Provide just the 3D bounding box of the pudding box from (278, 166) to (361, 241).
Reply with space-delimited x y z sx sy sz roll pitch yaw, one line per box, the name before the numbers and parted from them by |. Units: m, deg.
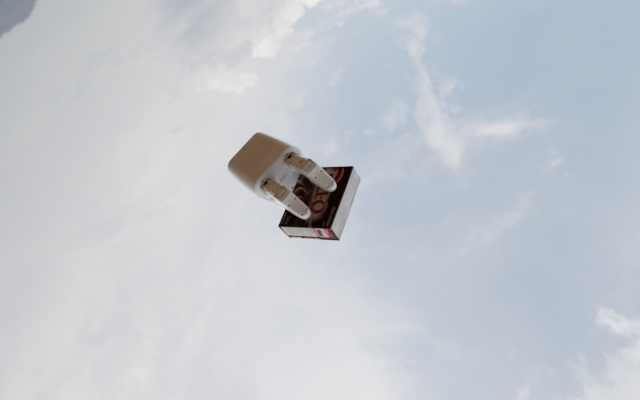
pudding box | 0.000 0.002 0.702 0.090 0.113 0.039 0 -33 33
